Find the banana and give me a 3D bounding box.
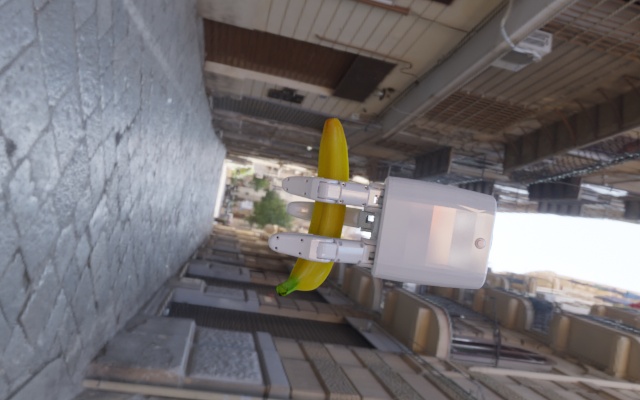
[{"bbox_3d":[0.004,0.012,0.506,0.037,0.197,0.070,7,-20,19],"label":"banana"}]
